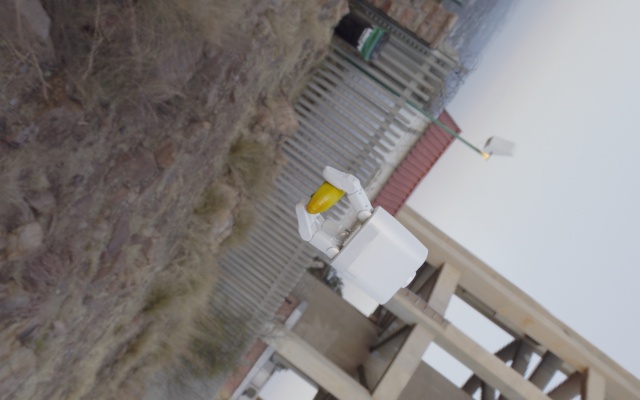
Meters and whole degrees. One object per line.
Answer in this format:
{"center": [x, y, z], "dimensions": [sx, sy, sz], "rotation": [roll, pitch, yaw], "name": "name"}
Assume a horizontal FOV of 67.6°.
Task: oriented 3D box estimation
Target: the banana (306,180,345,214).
{"center": [0.013, -0.011, 0.780], "dimensions": [0.037, 0.069, 0.198], "rotation": [45, 5, -2], "name": "banana"}
